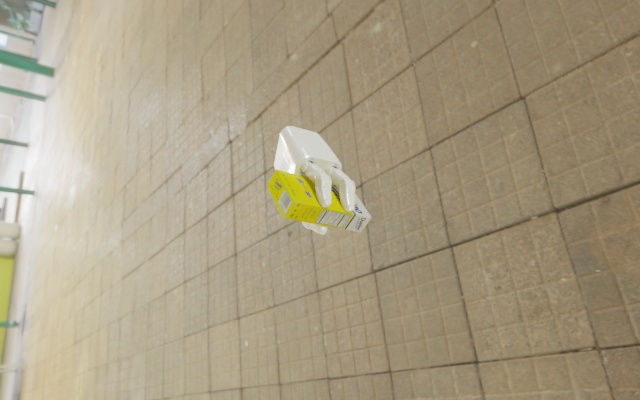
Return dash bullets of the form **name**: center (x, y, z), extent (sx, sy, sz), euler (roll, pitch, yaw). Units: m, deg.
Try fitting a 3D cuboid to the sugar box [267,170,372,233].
- **sugar box**: center (0.000, 0.002, 0.855), extent (0.176, 0.048, 0.093), euler (9, 34, -36)
